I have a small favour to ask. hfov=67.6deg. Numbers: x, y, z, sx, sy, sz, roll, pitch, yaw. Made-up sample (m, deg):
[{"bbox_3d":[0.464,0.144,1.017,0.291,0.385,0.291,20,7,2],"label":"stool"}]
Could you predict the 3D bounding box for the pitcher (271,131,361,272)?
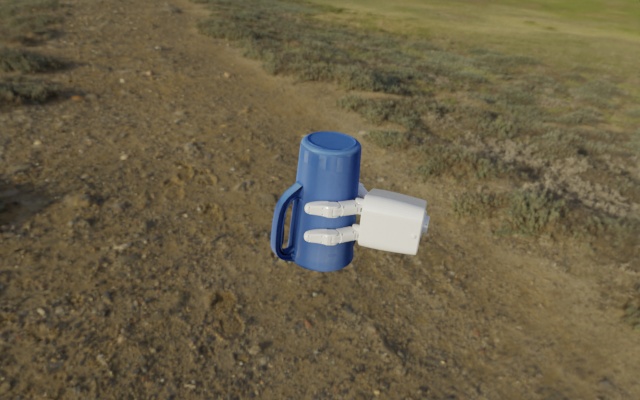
[{"bbox_3d":[0.000,0.003,0.885,0.145,0.243,0.149,11,28,12],"label":"pitcher"}]
